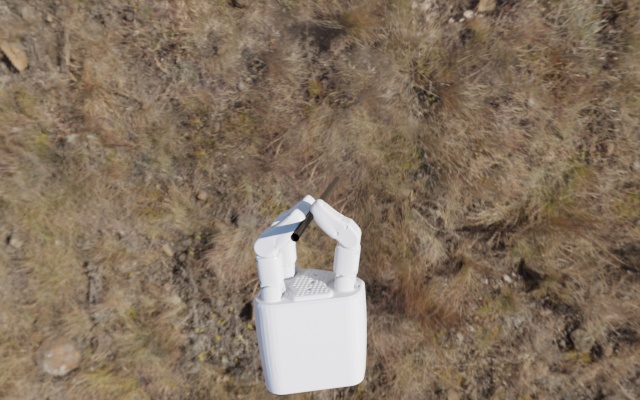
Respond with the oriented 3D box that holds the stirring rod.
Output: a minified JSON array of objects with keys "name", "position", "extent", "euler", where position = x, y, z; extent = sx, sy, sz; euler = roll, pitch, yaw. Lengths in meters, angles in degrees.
[{"name":"stirring rod","position":[0.000,0.002,0.530],"extent":[0.011,0.011,0.239],"euler":[0,15,11]}]
